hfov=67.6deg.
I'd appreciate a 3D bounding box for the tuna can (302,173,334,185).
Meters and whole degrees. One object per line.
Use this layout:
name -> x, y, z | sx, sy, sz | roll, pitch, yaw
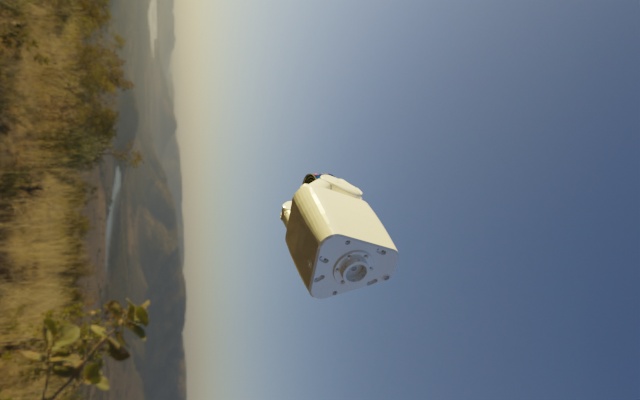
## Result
tuna can -> 0.001, 0.002, 0.707 | 0.034, 0.086, 0.086 | -3, 1, -21
